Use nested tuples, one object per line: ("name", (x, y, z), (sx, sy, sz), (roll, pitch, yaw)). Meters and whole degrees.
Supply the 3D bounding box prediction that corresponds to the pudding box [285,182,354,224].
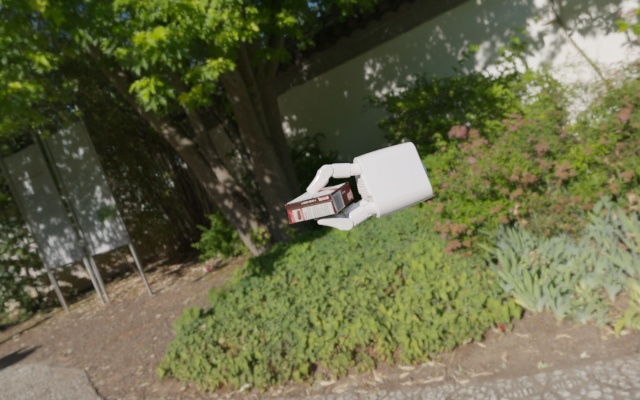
("pudding box", (0.000, 0.003, 0.844), (0.090, 0.039, 0.113), (-14, 6, 21))
